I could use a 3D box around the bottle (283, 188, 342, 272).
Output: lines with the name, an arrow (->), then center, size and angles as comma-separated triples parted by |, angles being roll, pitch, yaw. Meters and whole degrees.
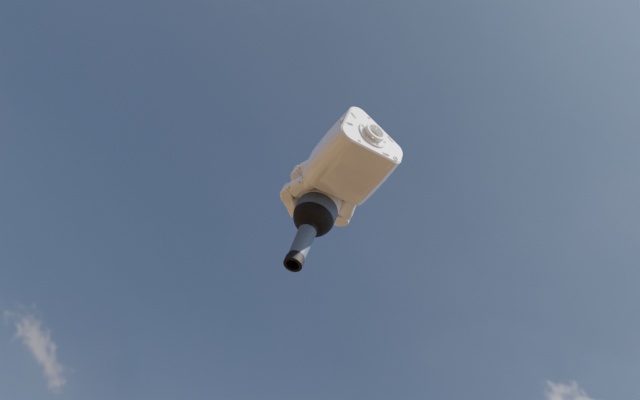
bottle -> 0.000, 0.002, 0.766 | 0.069, 0.069, 0.295 | 0, 36, 19
